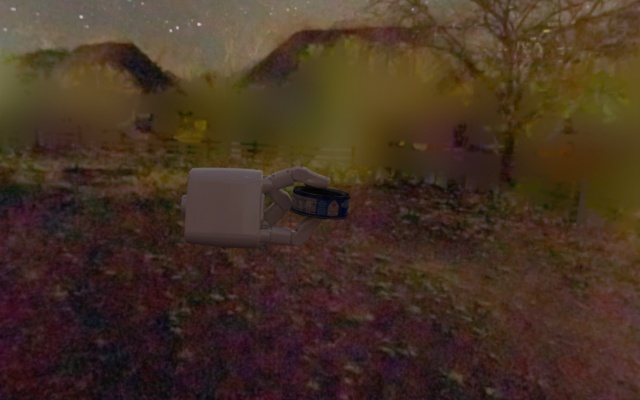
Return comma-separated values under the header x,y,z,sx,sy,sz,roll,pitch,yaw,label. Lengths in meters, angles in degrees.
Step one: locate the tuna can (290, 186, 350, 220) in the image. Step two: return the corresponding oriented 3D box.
x,y,z,sx,sy,sz,roll,pitch,yaw,label
0.000,0.002,0.697,0.086,0.034,0.086,7,9,-1,tuna can
